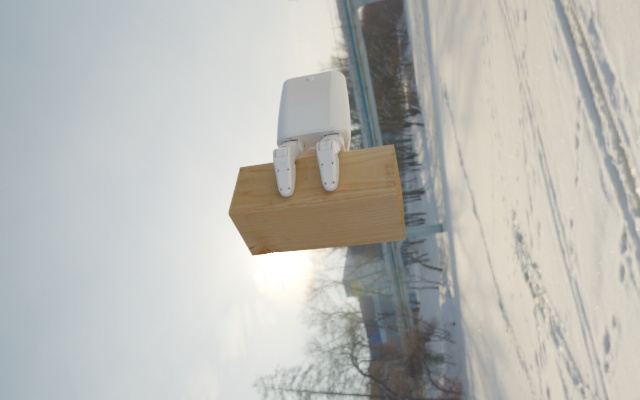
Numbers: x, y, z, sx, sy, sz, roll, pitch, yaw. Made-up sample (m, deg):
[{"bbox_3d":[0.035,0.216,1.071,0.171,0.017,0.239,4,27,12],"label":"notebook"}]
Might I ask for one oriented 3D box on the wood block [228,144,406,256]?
[{"bbox_3d":[0.000,0.002,0.620,0.206,0.090,0.091,-7,-44,13],"label":"wood block"}]
